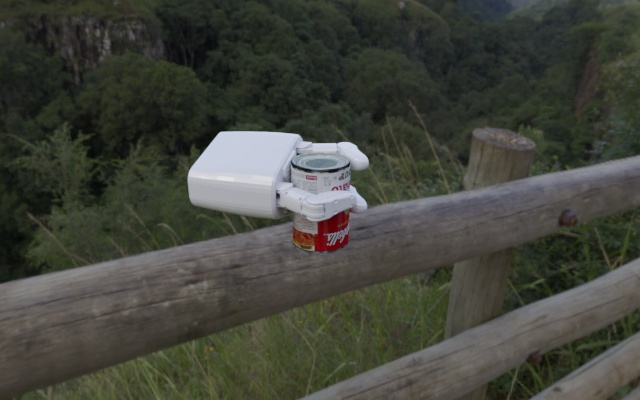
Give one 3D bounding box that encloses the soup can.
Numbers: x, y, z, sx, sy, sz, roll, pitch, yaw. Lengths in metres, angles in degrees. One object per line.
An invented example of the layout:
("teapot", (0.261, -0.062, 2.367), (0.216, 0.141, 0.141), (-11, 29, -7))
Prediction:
("soup can", (0.001, 0.002, 0.550), (0.068, 0.102, 0.068), (0, 23, 0))
